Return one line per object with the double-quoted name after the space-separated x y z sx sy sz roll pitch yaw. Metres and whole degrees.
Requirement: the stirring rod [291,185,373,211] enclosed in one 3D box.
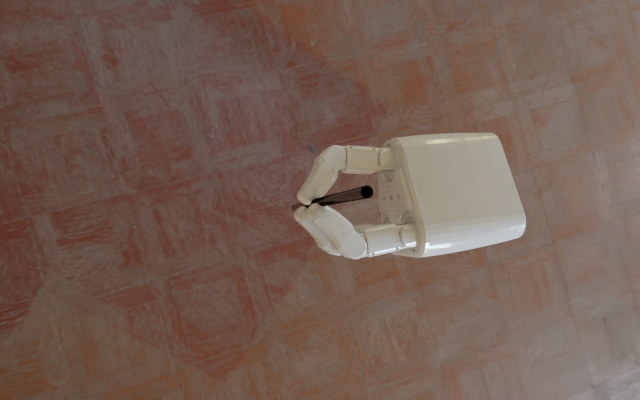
0.000 0.001 0.404 0.011 0.011 0.239 0 -3 -13 "stirring rod"
